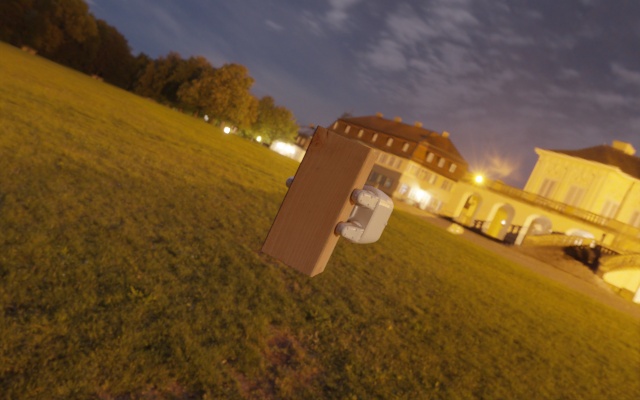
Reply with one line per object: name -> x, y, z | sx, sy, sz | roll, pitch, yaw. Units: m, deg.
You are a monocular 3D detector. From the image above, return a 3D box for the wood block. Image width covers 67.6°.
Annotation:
wood block -> 0.000, 0.002, 0.739 | 0.091, 0.206, 0.090 | 26, 3, 12
